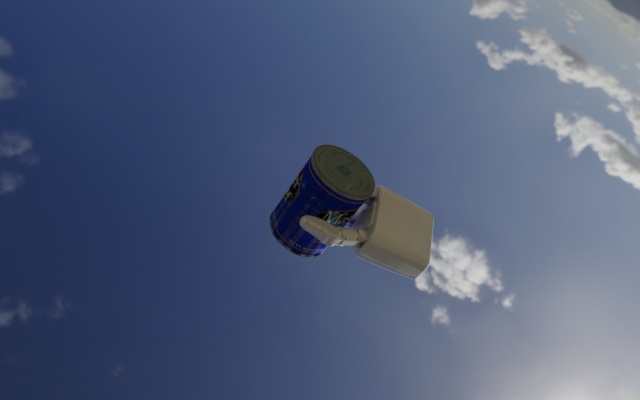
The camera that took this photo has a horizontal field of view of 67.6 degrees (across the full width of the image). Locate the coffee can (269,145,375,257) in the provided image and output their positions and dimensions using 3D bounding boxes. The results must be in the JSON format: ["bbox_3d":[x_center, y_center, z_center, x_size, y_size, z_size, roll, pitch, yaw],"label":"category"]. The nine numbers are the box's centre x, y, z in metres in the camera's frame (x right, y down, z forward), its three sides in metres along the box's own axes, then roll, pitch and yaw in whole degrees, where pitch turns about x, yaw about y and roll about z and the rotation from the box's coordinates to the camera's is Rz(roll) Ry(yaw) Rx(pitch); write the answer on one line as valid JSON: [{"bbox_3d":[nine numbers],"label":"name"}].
[{"bbox_3d":[0.000,0.002,0.709,0.103,0.102,0.140,0,-41,-40],"label":"coffee can"}]
